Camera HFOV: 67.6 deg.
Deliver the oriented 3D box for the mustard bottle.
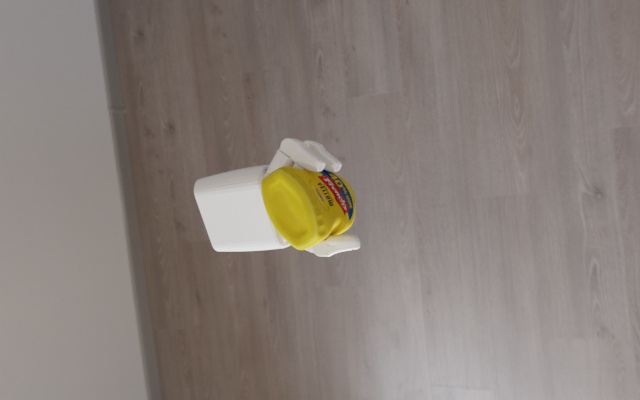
[{"bbox_3d":[0.000,0.002,0.620,0.058,0.096,0.191,-34,-8,22],"label":"mustard bottle"}]
